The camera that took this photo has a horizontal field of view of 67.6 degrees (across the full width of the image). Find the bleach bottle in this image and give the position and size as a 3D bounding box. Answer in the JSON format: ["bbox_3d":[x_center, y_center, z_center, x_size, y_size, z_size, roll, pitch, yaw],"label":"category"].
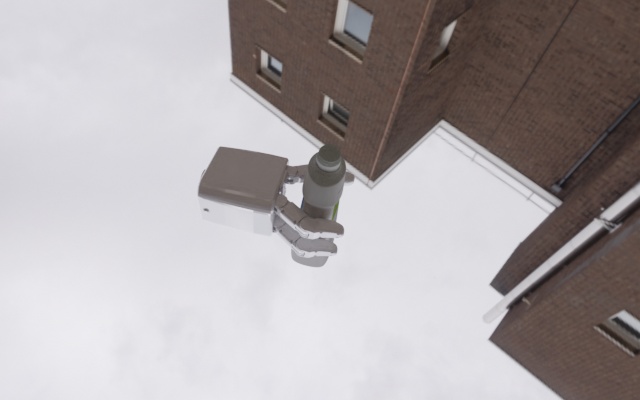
[{"bbox_3d":[0.000,0.002,0.694,0.068,0.102,0.251,13,-33,1],"label":"bleach bottle"}]
